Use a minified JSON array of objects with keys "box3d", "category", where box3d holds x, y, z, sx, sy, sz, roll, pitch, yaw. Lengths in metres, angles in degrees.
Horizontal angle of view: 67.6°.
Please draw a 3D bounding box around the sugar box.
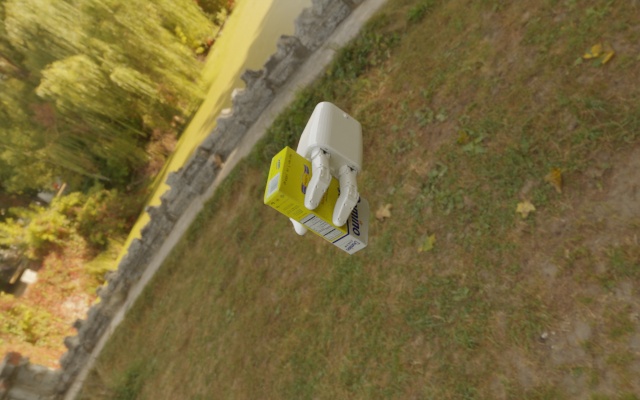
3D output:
[{"box3d":[0.000,0.002,0.734,0.176,0.093,0.048,30,-45,-26],"category":"sugar box"}]
